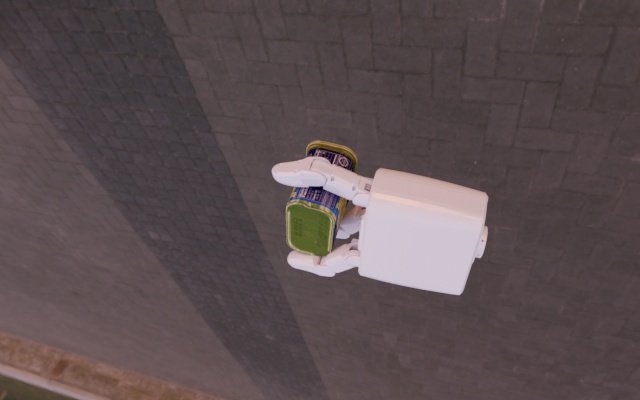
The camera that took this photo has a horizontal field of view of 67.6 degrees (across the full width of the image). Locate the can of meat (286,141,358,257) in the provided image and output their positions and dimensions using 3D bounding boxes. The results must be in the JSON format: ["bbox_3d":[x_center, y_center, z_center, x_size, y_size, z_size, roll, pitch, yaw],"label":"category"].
[{"bbox_3d":[0.000,0.002,0.518,0.057,0.084,0.102,14,-34,8],"label":"can of meat"}]
